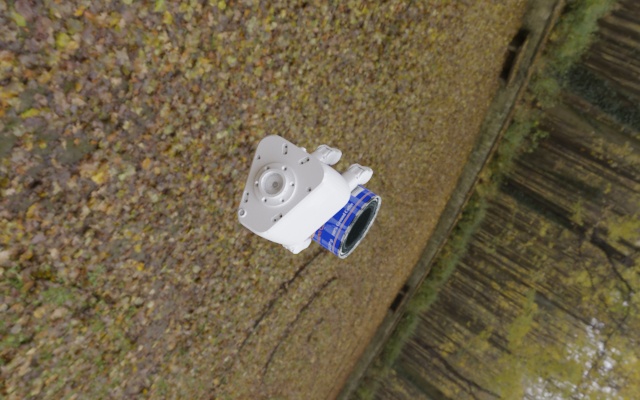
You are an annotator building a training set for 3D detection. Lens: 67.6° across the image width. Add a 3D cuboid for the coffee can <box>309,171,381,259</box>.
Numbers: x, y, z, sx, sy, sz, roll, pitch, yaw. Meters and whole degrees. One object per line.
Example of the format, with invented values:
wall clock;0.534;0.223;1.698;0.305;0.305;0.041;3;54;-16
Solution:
coffee can;0.000;0.002;0.682;0.140;0.103;0.103;32;11;18
